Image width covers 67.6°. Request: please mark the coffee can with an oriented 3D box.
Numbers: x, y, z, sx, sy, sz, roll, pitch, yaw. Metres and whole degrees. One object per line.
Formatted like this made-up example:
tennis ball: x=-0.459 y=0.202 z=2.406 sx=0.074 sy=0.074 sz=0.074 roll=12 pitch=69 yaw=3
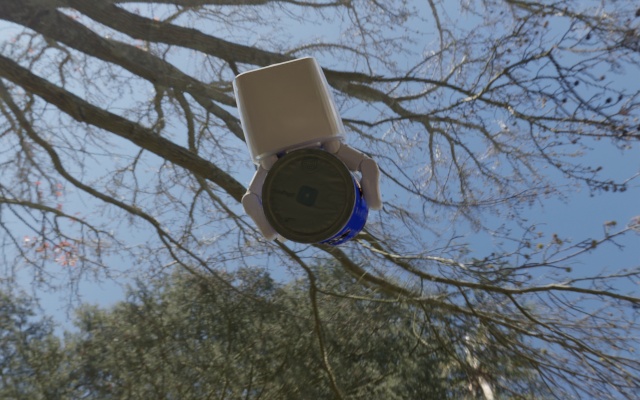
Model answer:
coffee can: x=0.000 y=0.002 z=0.571 sx=0.103 sy=0.103 sz=0.140 roll=0 pitch=-6 yaw=12
